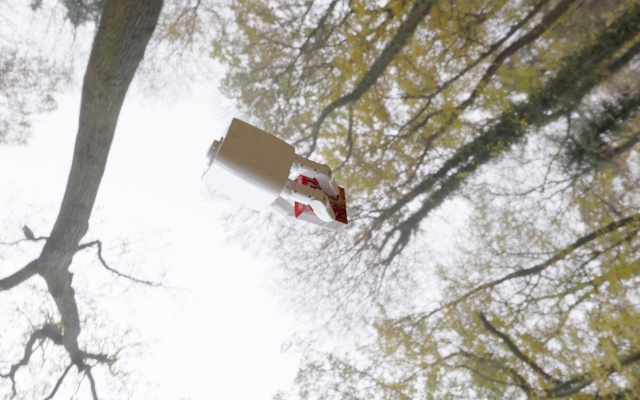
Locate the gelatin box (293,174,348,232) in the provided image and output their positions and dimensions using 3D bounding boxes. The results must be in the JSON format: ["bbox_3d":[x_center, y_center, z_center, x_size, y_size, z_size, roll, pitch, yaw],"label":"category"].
[{"bbox_3d":[0.000,0.003,0.769,0.089,0.073,0.030,20,-41,-30],"label":"gelatin box"}]
